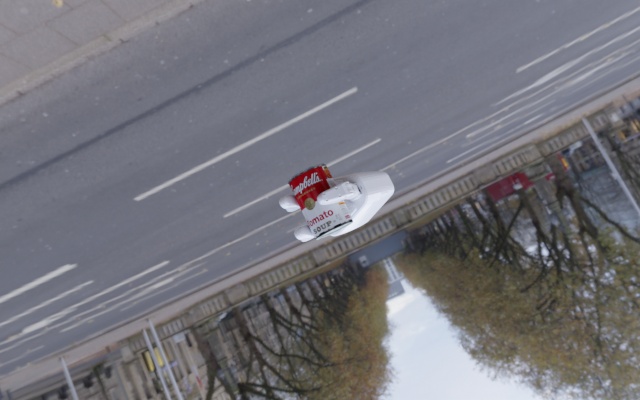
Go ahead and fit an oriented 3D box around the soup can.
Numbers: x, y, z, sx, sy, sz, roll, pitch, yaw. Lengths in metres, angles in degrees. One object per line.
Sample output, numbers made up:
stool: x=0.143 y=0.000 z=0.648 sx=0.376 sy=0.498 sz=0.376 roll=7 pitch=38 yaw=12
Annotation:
soup can: x=0.000 y=0.003 z=0.749 sx=0.068 sy=0.102 sz=0.068 roll=-25 pitch=-8 yaw=-4
